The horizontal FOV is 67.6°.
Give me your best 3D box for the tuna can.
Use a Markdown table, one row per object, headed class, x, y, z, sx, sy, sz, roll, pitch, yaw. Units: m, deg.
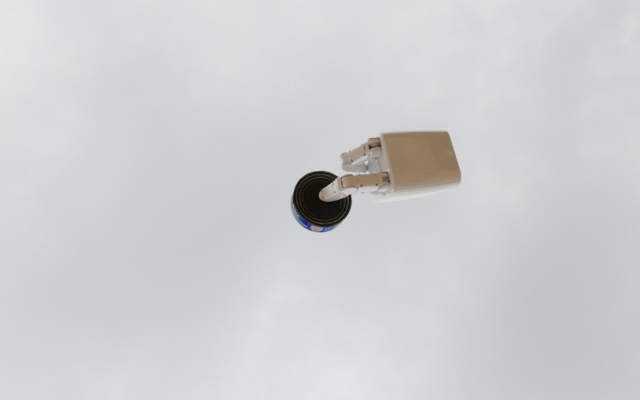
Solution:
| class | x | y | z | sx | sy | sz | roll | pitch | yaw |
| --- | --- | --- | --- | --- | --- | --- | --- | --- | --- |
| tuna can | 0.000 | 0.002 | 0.689 | 0.086 | 0.086 | 0.034 | 0 | -21 | -13 |
